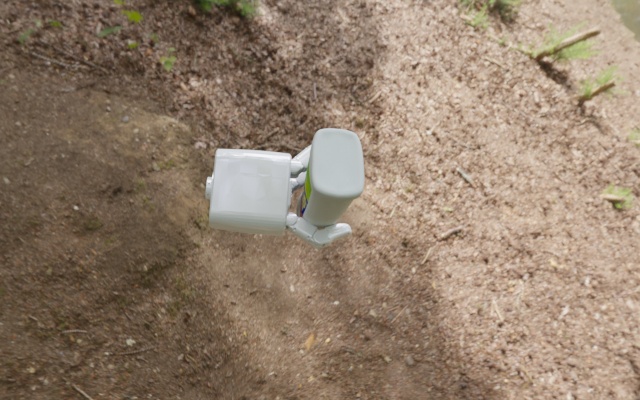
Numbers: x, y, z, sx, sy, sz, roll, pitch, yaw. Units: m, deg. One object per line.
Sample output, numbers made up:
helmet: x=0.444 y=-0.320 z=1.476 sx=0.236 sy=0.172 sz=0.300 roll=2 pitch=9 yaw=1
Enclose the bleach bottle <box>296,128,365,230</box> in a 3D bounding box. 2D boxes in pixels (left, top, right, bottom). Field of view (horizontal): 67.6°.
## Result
bleach bottle: x=0.000 y=0.002 z=0.698 sx=0.068 sy=0.102 sz=0.251 roll=4 pitch=-26 yaw=-9
